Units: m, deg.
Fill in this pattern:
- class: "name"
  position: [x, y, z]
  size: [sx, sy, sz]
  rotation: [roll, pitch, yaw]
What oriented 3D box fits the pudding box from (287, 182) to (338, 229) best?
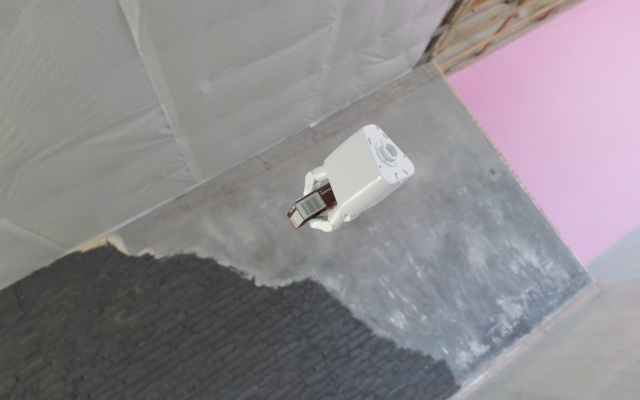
- class: "pudding box"
  position: [0.000, 0.003, 0.861]
  size: [0.113, 0.039, 0.090]
  rotation: [-29, -7, -18]
